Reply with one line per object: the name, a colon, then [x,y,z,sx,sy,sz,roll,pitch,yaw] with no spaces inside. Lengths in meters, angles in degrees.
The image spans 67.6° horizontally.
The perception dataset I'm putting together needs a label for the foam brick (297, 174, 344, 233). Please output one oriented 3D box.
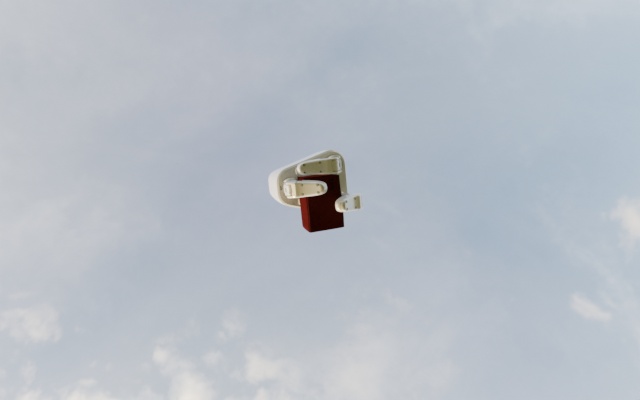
foam brick: [0.000,0.003,0.691,0.053,0.078,0.051,-7,5,-14]
